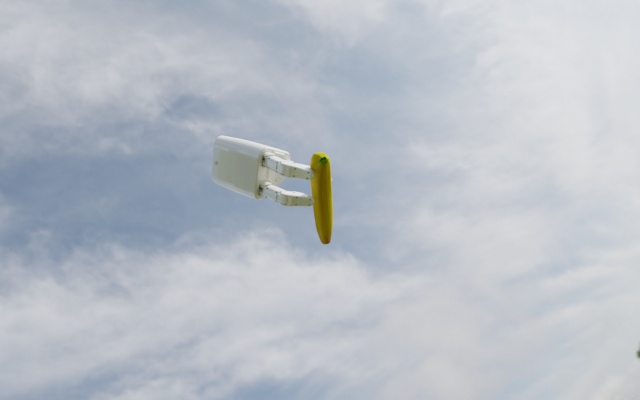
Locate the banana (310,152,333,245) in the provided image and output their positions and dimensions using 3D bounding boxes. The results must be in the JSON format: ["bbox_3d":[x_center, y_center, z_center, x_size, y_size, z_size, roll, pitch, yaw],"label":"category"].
[{"bbox_3d":[0.001,-0.012,0.832,0.037,0.198,0.069,0,41,5],"label":"banana"}]
